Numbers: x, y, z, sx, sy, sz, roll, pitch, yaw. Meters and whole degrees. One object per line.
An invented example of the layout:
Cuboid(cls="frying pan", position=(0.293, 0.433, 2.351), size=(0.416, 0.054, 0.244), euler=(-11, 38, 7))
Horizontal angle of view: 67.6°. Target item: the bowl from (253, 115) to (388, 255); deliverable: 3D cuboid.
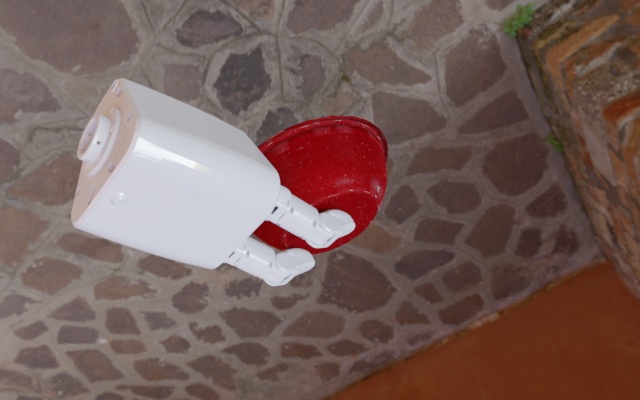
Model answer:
Cuboid(cls="bowl", position=(0.001, 0.002, 0.435), size=(0.162, 0.055, 0.162), euler=(-19, -33, -13))
